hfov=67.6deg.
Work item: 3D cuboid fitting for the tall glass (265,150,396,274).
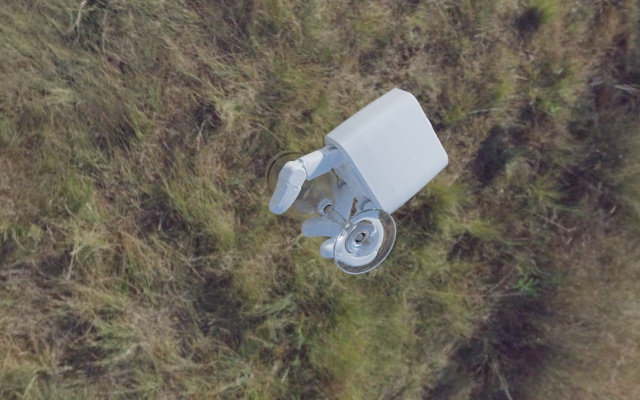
[{"bbox_3d":[0.000,0.002,0.556,0.079,0.079,0.201,0,24,-30],"label":"tall glass"}]
